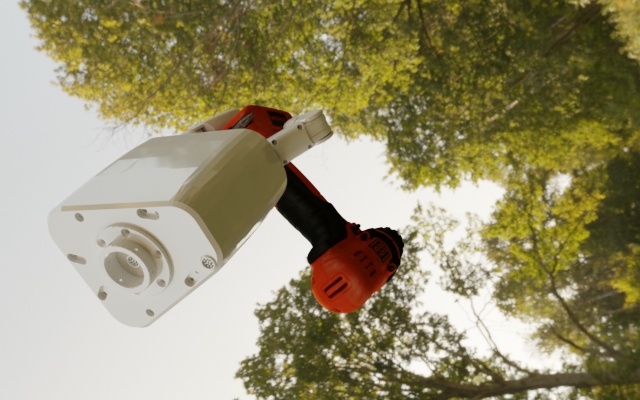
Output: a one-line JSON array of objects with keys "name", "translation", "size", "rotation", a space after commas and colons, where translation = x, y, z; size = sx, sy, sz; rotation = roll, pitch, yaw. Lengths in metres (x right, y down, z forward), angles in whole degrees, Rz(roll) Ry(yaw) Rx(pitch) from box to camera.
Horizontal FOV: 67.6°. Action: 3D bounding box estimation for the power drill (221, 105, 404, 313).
[{"name": "power drill", "translation": [0.000, 0.001, 0.433], "size": [0.057, 0.187, 0.184], "rotation": [-44, -9, 17]}]
